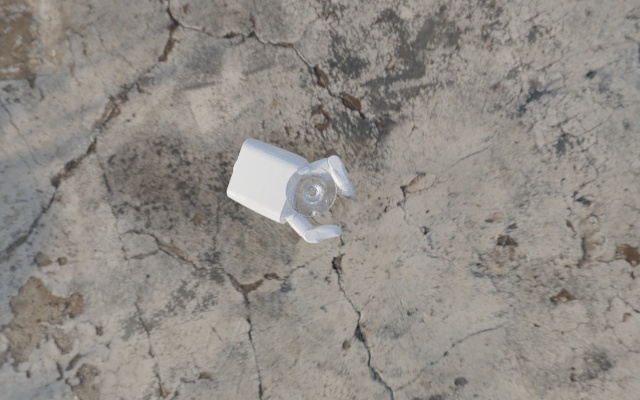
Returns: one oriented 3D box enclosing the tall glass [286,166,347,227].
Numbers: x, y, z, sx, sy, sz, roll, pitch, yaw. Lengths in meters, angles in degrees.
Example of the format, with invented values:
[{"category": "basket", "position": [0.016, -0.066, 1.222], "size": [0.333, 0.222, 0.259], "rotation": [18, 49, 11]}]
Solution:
[{"category": "tall glass", "position": [0.000, 0.003, 0.778], "size": [0.079, 0.079, 0.201], "rotation": [0, -9, 9]}]
